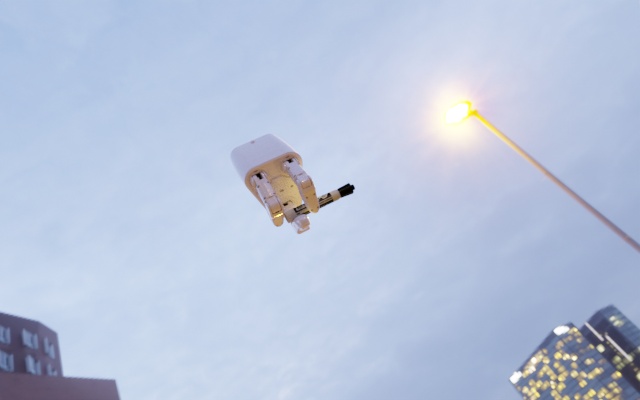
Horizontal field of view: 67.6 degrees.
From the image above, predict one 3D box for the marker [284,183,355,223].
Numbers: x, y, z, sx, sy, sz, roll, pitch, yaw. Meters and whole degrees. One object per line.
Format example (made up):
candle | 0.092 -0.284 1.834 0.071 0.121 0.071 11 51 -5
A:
marker | 0.000 0.002 0.749 0.121 0.020 0.020 -25 6 -14
